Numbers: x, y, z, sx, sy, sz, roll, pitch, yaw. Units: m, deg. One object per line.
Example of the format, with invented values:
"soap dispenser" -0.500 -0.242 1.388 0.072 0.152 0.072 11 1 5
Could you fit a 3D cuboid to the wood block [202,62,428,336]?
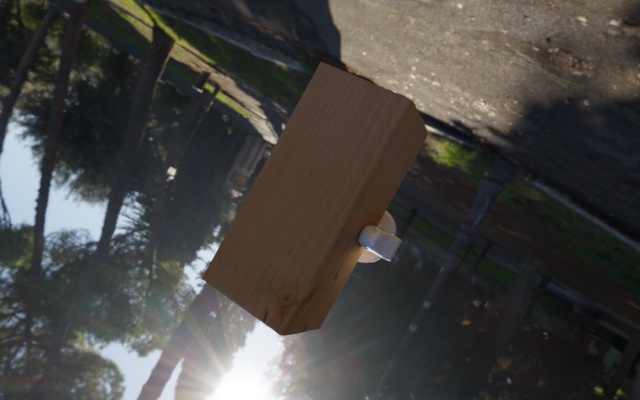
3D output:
"wood block" 0.000 0.002 0.418 0.091 0.206 0.090 29 1 23
